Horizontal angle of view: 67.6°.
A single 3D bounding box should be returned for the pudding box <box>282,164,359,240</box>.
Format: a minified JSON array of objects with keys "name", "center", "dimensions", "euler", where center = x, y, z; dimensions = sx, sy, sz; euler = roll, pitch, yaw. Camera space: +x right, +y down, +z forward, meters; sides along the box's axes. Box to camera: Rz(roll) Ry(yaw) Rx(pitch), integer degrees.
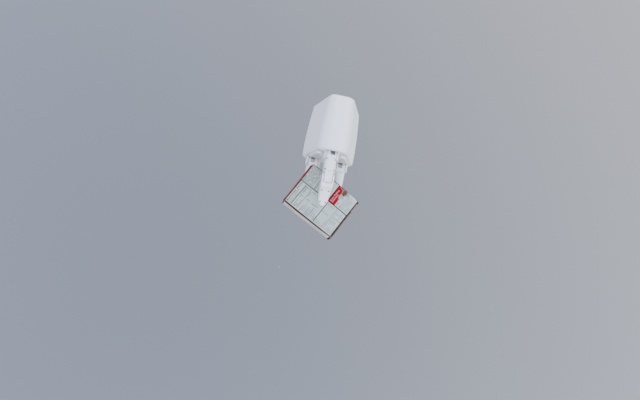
[{"name":"pudding box","center":[0.000,0.003,0.879],"dimensions":[0.113,0.090,0.039],"euler":[39,-10,2]}]
